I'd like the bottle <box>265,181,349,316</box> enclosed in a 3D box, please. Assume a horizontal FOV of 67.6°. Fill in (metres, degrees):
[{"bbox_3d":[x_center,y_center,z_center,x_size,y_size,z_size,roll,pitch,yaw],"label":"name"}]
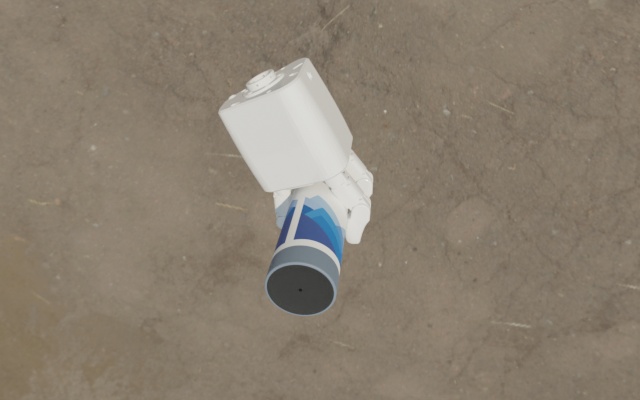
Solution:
[{"bbox_3d":[0.000,0.002,0.554,0.069,0.069,0.295,0,33,9],"label":"bottle"}]
